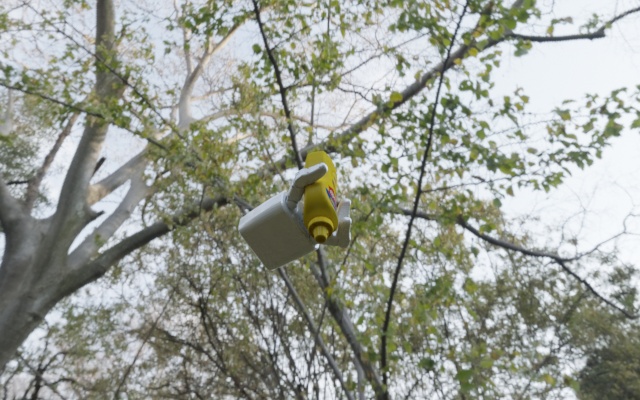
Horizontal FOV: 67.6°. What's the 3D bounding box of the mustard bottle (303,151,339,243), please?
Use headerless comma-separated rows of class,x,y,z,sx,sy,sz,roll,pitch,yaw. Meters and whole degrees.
mustard bottle,0.000,0.002,0.825,0.058,0.096,0.191,-9,37,8
